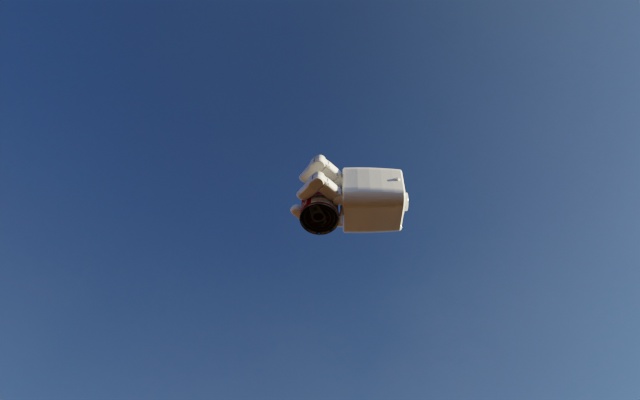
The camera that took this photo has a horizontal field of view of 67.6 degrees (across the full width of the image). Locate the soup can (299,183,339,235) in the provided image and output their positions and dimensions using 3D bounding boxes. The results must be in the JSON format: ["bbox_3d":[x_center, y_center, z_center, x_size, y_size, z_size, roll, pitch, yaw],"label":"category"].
[{"bbox_3d":[0.000,0.003,0.851,0.068,0.069,0.102,0,36,3],"label":"soup can"}]
